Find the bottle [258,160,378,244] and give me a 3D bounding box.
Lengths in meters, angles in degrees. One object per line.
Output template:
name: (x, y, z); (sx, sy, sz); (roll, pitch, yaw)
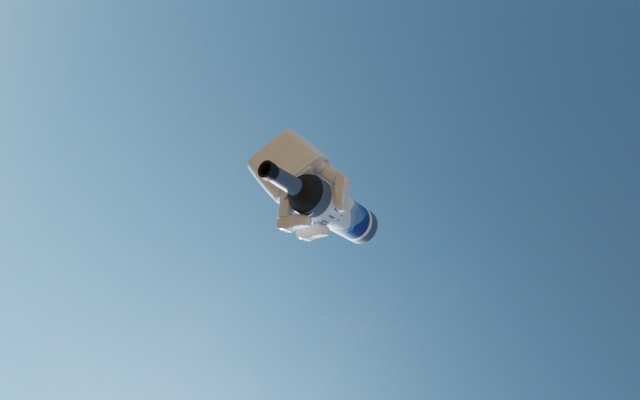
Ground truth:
bottle: (0.000, 0.003, 0.789); (0.069, 0.069, 0.296); (0, -19, 34)
